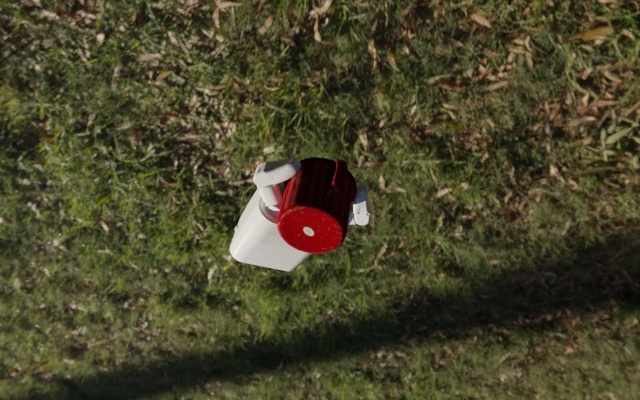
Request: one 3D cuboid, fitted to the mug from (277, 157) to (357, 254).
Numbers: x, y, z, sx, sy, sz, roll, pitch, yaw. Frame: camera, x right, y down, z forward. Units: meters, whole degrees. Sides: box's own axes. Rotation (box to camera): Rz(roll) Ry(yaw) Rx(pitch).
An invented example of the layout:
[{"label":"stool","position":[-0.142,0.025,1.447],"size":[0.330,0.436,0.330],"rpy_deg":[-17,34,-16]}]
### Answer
[{"label":"mug","position":[0.001,0.001,0.564],"size":[0.093,0.081,0.117],"rpy_deg":[26,-49,-14]}]
